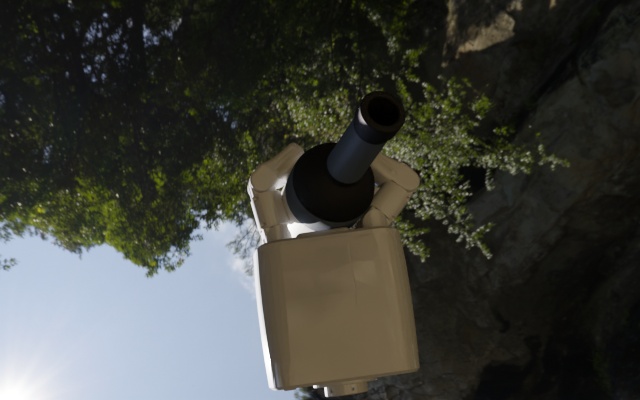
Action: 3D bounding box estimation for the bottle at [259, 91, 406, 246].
[{"bbox_3d":[0.000,0.001,0.402,0.069,0.069,0.296,0,-21,-15],"label":"bottle"}]
